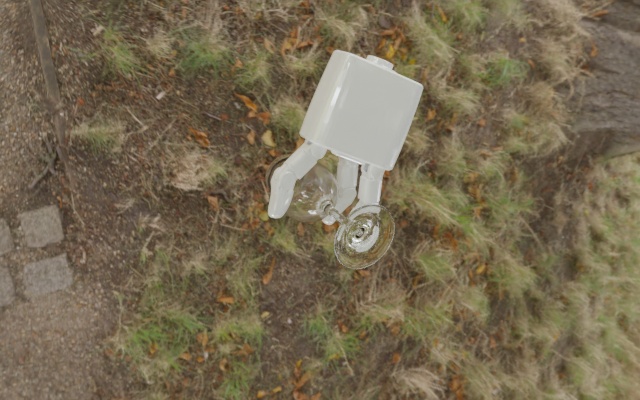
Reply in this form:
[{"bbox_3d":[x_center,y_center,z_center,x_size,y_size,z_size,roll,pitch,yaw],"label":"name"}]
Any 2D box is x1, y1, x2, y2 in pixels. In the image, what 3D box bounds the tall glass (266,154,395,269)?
[{"bbox_3d":[0.000,0.002,0.574,0.079,0.079,0.201,0,21,-31],"label":"tall glass"}]
